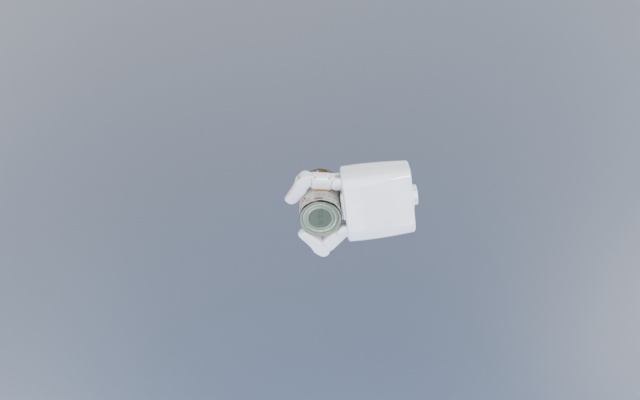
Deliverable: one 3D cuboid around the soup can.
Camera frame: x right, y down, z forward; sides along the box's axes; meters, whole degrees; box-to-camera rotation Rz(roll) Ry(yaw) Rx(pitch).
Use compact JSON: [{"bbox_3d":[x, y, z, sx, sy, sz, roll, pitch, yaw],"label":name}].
[{"bbox_3d":[0.000,0.003,0.766,0.068,0.068,0.102,0,32,0],"label":"soup can"}]
